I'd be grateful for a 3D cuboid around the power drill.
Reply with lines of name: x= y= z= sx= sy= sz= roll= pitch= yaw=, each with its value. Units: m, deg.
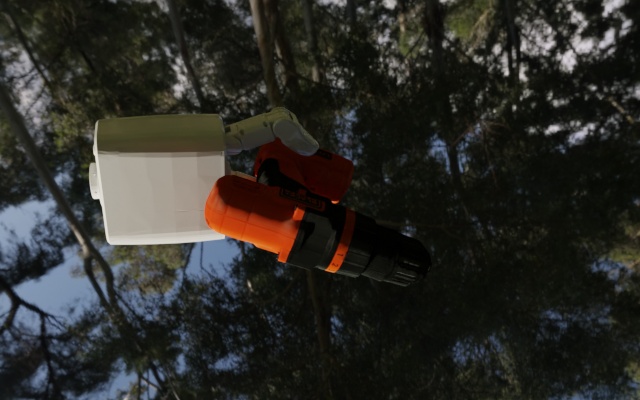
power drill: x=0.000 y=0.001 z=0.438 sx=0.184 sy=0.057 sz=0.187 roll=20 pitch=18 yaw=-9
